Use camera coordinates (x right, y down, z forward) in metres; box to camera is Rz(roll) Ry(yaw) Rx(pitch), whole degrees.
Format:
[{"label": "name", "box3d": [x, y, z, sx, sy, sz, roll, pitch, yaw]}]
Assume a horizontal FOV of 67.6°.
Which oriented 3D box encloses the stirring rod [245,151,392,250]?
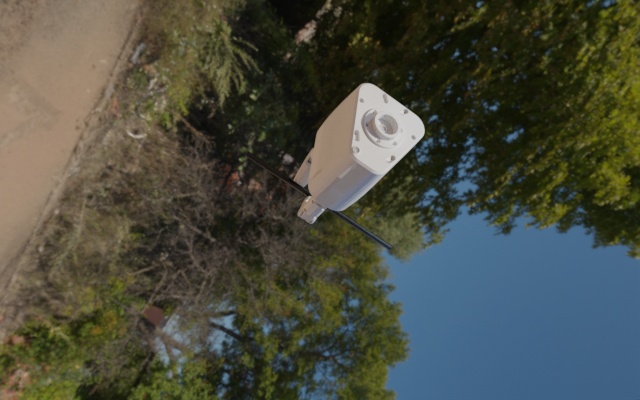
[{"label": "stirring rod", "box3d": [0.000, 0.002, 0.660, 0.239, 0.011, 0.011, 33, -6, -9]}]
